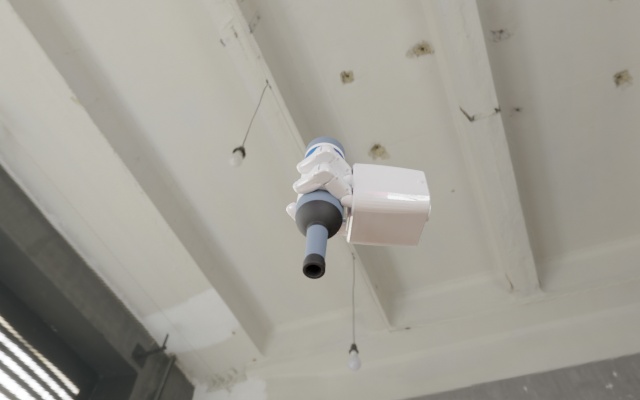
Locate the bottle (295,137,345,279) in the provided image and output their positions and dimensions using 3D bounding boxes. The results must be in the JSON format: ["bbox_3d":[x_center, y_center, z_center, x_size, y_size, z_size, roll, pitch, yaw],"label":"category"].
[{"bbox_3d":[0.000,0.002,0.685,0.069,0.069,0.295,0,33,4],"label":"bottle"}]
